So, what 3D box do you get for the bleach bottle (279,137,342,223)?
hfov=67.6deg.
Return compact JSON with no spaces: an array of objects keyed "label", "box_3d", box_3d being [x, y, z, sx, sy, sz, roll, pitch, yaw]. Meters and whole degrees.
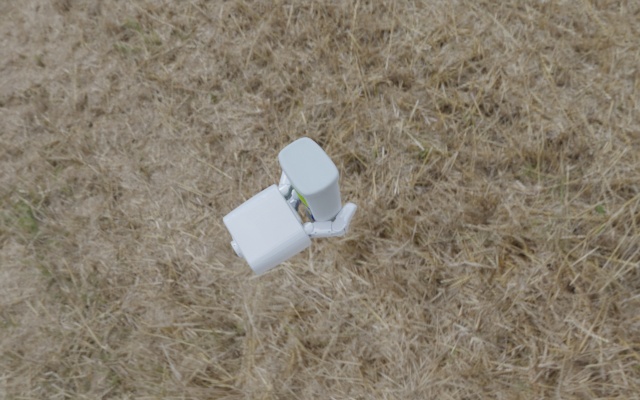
[{"label":"bleach bottle","box_3d":[0.000,0.003,0.808,0.068,0.102,0.251,-32,-28,-7]}]
